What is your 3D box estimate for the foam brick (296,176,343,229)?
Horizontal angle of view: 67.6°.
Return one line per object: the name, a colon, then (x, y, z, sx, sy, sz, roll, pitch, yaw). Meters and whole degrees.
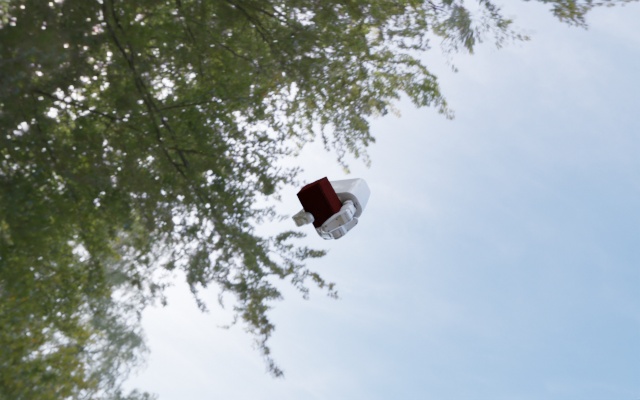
foam brick: (0.000, 0.003, 0.888, 0.053, 0.078, 0.051, -23, 13, 25)
